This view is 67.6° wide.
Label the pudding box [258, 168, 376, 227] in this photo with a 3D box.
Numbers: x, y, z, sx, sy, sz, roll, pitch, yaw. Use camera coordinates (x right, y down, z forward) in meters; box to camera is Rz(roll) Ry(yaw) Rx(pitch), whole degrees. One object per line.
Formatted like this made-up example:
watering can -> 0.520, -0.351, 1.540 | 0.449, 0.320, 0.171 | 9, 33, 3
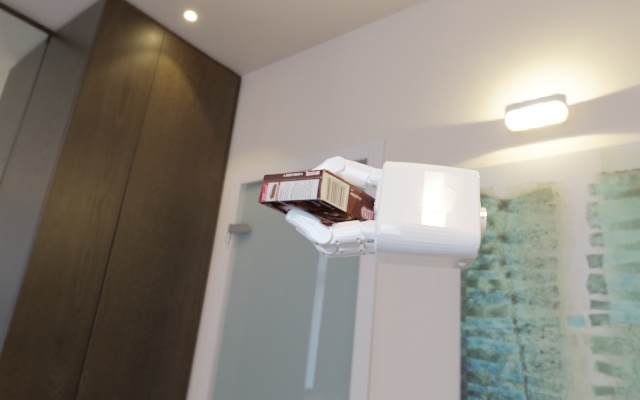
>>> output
pudding box -> 0.000, 0.002, 0.549 | 0.090, 0.039, 0.113 | -4, -22, 38
